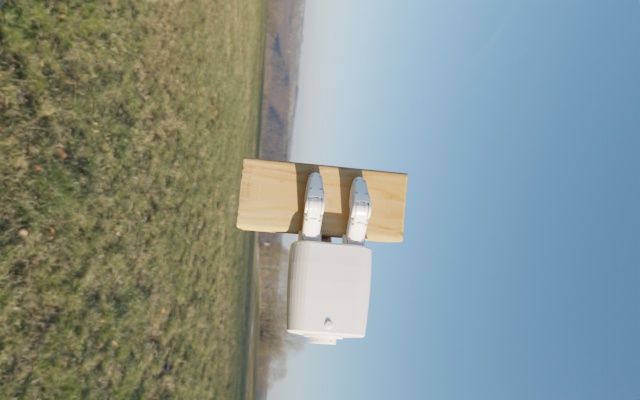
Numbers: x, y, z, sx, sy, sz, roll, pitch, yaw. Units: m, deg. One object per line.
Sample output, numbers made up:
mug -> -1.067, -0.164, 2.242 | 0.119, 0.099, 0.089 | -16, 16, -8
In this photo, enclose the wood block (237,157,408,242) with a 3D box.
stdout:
wood block -> 0.000, 0.003, 0.633 | 0.206, 0.090, 0.091 | 6, -6, -5
